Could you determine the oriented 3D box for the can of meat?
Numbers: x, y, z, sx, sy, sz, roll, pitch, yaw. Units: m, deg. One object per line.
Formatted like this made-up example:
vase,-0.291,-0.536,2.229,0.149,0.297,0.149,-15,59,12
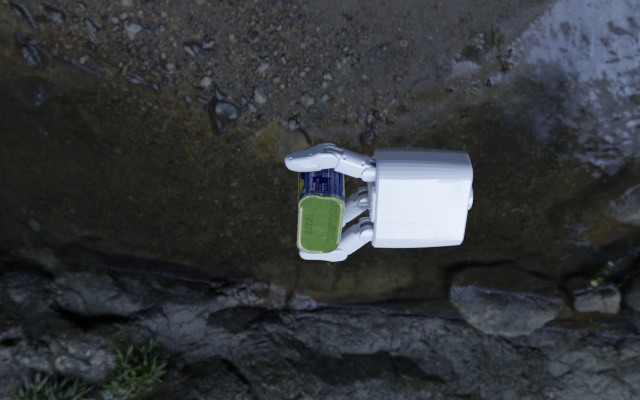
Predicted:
can of meat,0.000,0.002,0.570,0.057,0.102,0.083,3,44,-2
